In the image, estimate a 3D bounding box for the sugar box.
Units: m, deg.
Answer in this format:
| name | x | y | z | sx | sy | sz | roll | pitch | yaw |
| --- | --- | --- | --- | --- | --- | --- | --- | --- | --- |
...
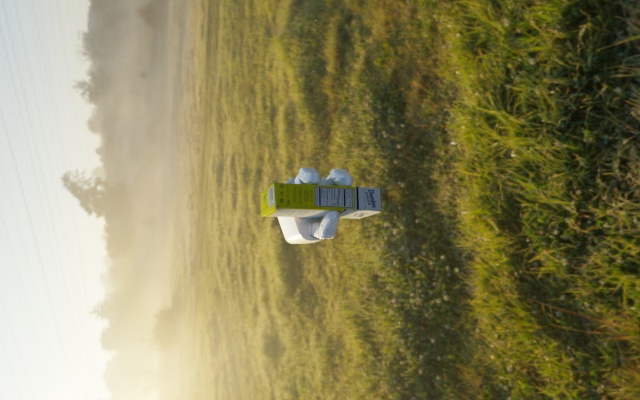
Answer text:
| name | x | y | z | sx | sy | sz | roll | pitch | yaw |
| --- | --- | --- | --- | --- | --- | --- | --- | --- | --- |
| sugar box | 0.000 | 0.002 | 0.770 | 0.176 | 0.048 | 0.093 | 0 | -9 | -20 |
